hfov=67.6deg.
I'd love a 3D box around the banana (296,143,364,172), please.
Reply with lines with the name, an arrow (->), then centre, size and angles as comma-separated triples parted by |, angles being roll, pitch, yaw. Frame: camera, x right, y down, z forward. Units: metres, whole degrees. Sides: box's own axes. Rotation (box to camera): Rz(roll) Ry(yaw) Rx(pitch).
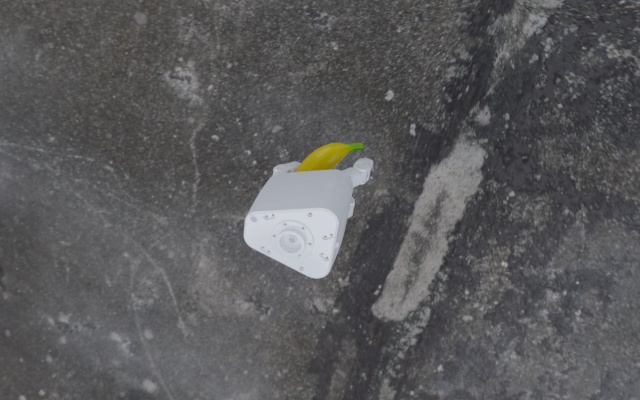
banana -> -0.015, -0.008, 0.681 | 0.069, 0.198, 0.037 | 26, 25, -12
